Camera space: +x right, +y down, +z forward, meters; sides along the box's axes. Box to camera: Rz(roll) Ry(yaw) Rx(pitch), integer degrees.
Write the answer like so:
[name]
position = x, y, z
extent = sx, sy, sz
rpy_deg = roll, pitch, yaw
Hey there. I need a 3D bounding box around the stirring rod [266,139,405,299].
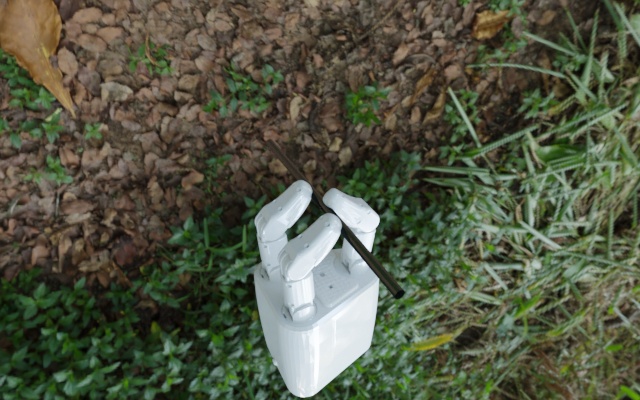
[stirring rod]
position = 0.000, 0.001, 0.407
extent = 0.011, 0.011, 0.239
rpy_deg = 0, 31, -31
